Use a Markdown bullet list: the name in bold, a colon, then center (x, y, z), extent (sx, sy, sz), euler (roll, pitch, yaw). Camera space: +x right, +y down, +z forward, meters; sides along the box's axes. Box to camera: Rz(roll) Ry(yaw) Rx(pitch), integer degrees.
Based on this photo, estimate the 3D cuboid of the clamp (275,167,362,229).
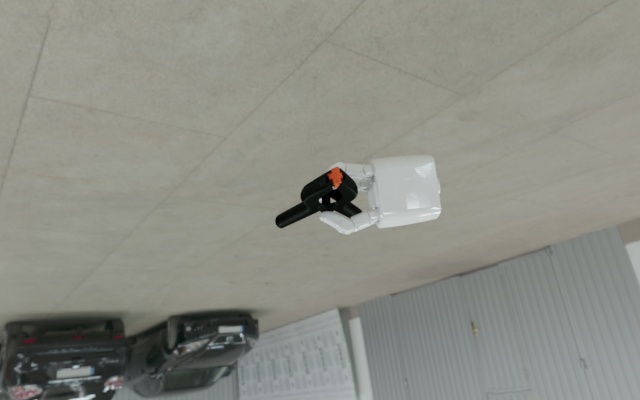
- **clamp**: center (0.000, 0.003, 0.809), extent (0.164, 0.036, 0.210), euler (-8, -21, -4)
